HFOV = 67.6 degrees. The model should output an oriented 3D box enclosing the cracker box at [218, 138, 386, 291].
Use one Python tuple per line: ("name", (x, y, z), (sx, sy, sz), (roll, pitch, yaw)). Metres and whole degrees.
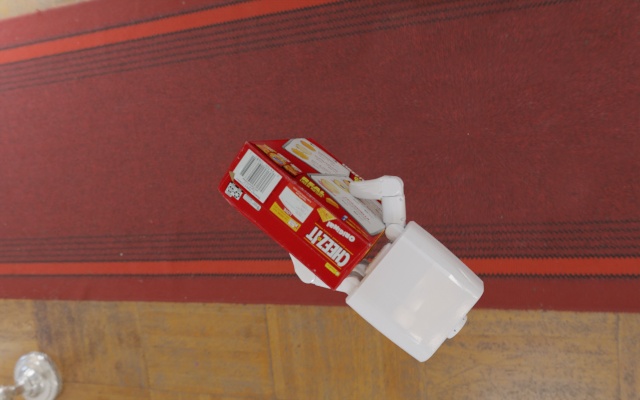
("cracker box", (0.000, 0.002, 0.568), (0.164, 0.072, 0.213), (39, 17, 8))
